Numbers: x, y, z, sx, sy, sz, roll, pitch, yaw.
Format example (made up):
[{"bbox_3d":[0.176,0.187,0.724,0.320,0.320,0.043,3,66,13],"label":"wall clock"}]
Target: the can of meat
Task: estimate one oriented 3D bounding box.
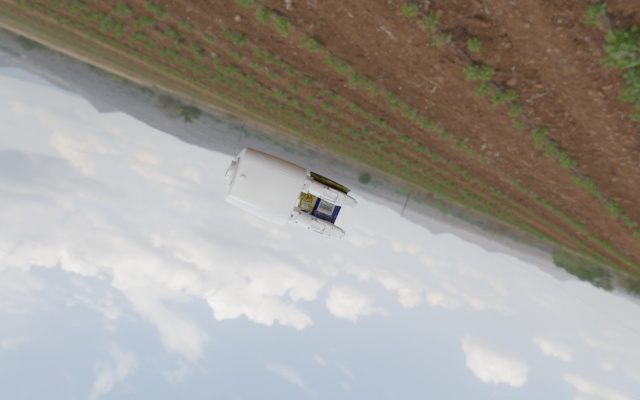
[{"bbox_3d":[0.000,0.003,0.829,0.057,0.084,0.102,22,4,-20],"label":"can of meat"}]
